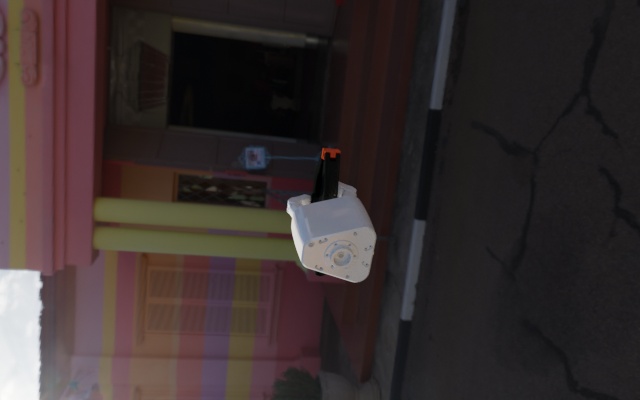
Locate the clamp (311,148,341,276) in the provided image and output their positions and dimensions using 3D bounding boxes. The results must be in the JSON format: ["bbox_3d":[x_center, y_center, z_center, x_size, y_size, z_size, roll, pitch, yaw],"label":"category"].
[{"bbox_3d":[-0.001,0.002,0.838,0.036,0.210,0.164,3,24,-13],"label":"clamp"}]
